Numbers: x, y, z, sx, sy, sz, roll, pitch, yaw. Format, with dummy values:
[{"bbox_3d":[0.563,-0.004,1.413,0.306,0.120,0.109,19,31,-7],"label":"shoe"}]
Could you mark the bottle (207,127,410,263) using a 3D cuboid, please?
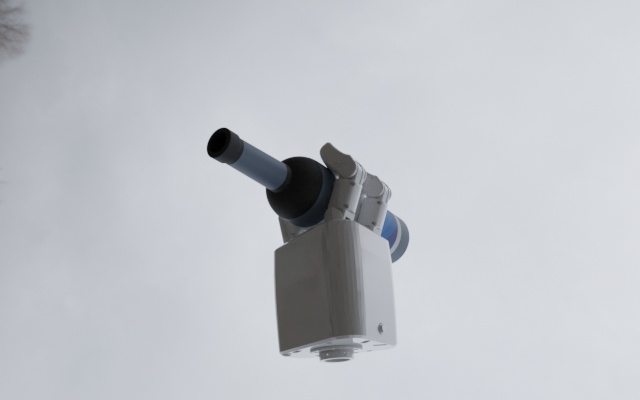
[{"bbox_3d":[0.000,0.002,0.498,0.069,0.069,0.296,0,-19,37],"label":"bottle"}]
